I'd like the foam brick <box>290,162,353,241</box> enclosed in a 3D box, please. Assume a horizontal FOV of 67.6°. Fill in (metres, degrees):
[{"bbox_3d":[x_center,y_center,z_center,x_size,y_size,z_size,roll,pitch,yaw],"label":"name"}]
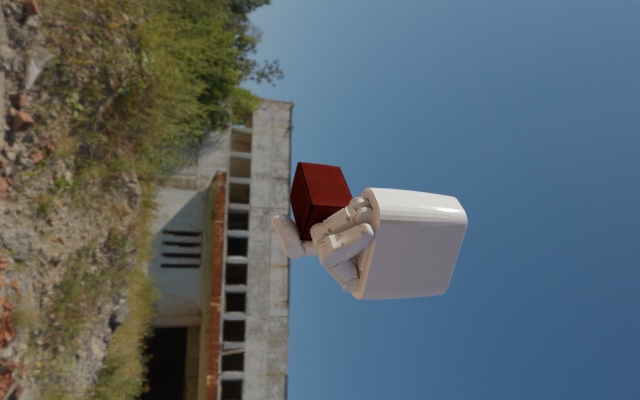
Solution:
[{"bbox_3d":[0.000,0.001,0.532,0.051,0.053,0.078,3,39,-18],"label":"foam brick"}]
